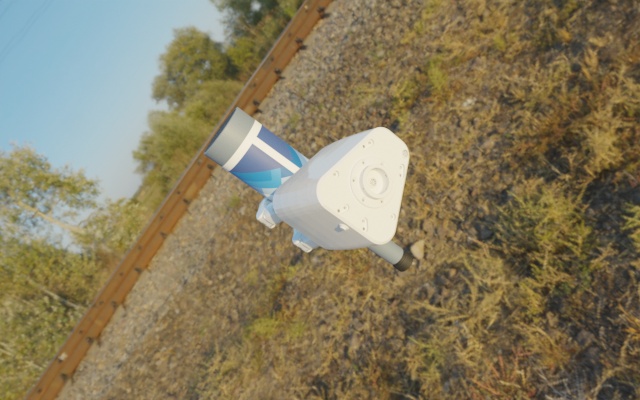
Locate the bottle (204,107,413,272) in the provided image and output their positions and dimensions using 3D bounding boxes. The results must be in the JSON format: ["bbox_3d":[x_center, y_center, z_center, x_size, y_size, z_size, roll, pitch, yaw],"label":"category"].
[{"bbox_3d":[0.000,0.002,0.588,0.296,0.069,0.069,36,-13,-18],"label":"bottle"}]
